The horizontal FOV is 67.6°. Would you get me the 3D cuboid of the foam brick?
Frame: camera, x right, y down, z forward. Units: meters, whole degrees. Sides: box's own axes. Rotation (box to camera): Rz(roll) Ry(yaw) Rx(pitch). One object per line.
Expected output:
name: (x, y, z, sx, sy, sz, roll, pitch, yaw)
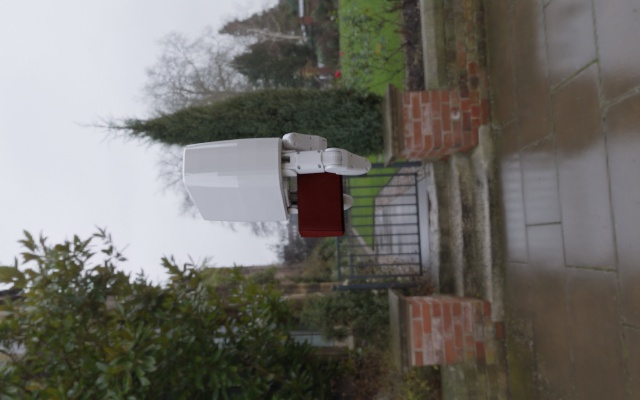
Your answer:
foam brick: (0.000, 0.002, 0.549, 0.051, 0.078, 0.053, -2, -13, 0)
